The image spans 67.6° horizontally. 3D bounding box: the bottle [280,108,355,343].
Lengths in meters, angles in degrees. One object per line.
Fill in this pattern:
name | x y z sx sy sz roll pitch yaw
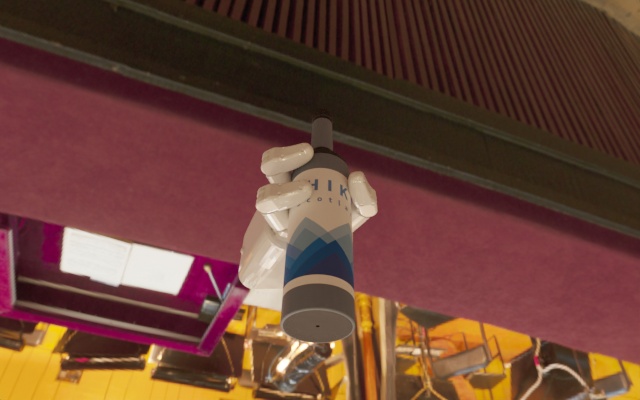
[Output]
bottle | 0.000 0.002 0.518 0.069 0.295 0.069 1 -42 1
